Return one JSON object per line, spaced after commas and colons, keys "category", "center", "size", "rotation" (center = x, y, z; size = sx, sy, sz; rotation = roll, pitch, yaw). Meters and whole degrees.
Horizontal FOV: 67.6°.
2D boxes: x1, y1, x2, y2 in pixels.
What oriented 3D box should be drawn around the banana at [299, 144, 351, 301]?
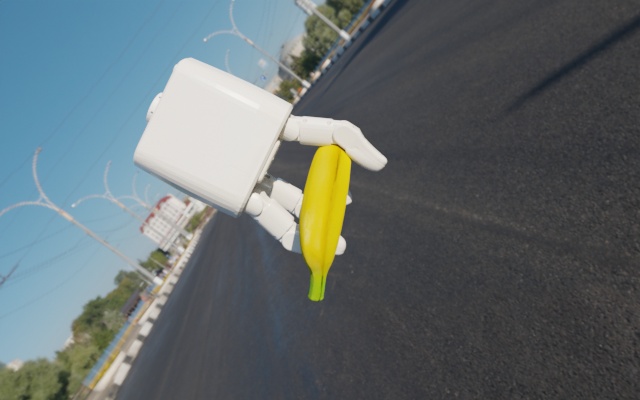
{"category": "banana", "center": [0.004, -0.009, 0.431], "size": [0.037, 0.070, 0.197], "rotation": [15, 42, -3]}
